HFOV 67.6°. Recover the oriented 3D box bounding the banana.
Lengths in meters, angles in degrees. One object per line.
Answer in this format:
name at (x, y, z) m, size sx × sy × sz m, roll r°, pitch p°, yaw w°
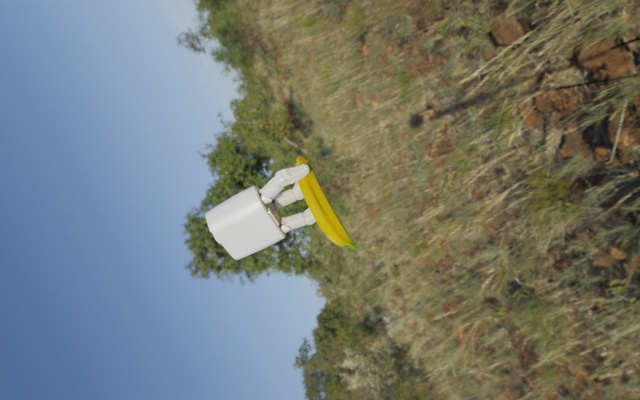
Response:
banana at (-0.002, 0.004, 0.842) m, size 0.037 × 0.197 × 0.069 m, roll -30°, pitch -9°, yaw 7°
